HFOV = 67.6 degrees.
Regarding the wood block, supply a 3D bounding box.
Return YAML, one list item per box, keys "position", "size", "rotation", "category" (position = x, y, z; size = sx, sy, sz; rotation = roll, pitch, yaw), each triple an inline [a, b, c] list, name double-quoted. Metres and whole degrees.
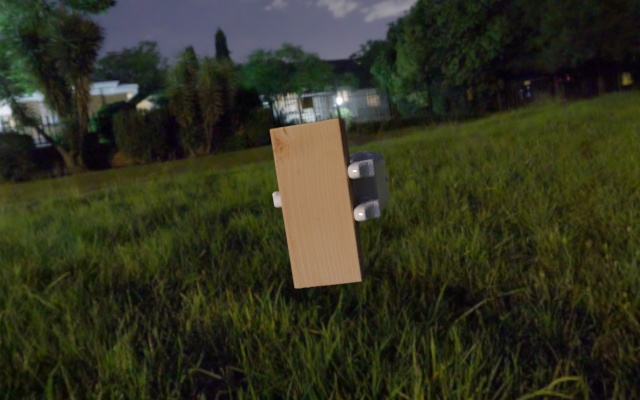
- position: [0.000, 0.002, 0.639]
  size: [0.091, 0.206, 0.090]
  rotation: [-8, 6, 8]
  category: "wood block"
